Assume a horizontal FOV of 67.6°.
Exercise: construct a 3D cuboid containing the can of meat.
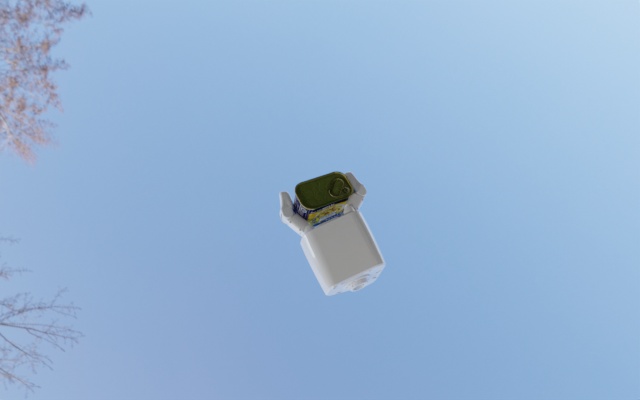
[{"bbox_3d":[0.000,0.003,0.858,0.102,0.057,0.084,-19,-26,-21],"label":"can of meat"}]
